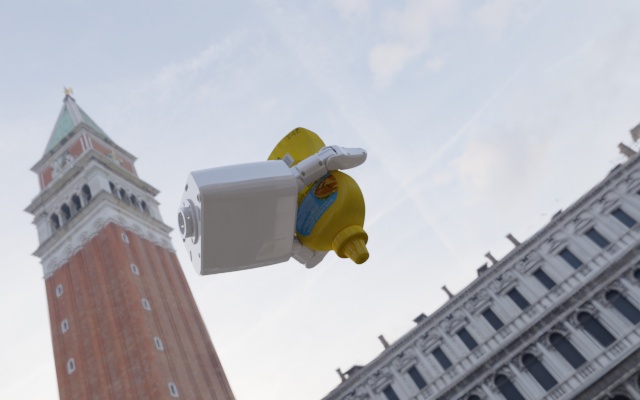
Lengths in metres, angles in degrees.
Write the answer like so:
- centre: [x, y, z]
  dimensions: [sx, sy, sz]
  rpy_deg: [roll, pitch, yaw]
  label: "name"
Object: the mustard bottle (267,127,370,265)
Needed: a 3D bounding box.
- centre: [0.000, 0.002, 0.564]
  dimensions: [0.058, 0.096, 0.191]
  rpy_deg: [17, 28, -45]
  label: "mustard bottle"
